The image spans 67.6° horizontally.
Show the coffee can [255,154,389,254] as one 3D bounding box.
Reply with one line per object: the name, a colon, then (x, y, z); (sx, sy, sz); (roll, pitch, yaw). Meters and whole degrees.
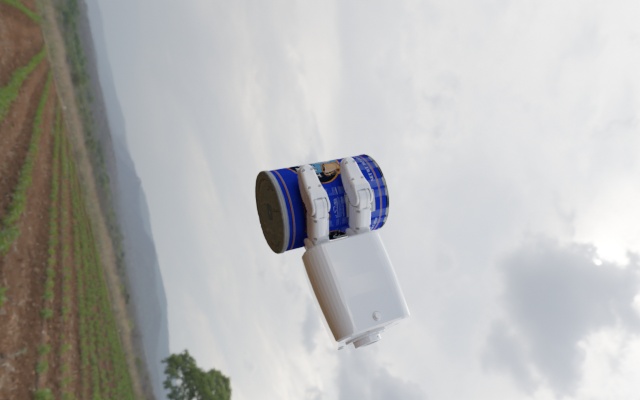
coffee can: (0.000, 0.002, 0.602); (0.140, 0.103, 0.103); (-12, 4, -23)
